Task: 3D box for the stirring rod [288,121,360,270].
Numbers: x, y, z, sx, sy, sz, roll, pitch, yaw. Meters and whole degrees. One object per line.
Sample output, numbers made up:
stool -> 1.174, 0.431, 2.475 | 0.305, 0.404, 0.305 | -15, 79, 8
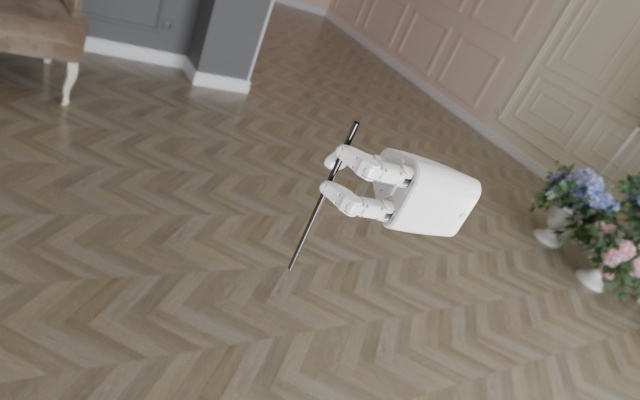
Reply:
stirring rod -> 0.000, 0.002, 0.635 | 0.011, 0.240, 0.011 | 18, 29, -11
